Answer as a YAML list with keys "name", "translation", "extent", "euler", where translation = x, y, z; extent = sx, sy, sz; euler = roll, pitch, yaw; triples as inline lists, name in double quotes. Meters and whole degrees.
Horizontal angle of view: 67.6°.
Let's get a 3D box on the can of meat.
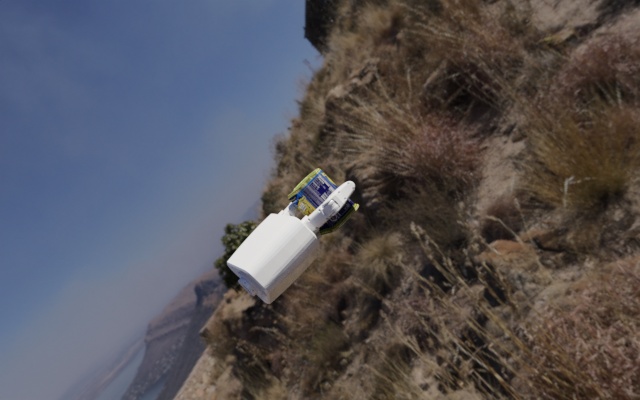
- name: "can of meat"
  translation: [0.000, 0.002, 0.735]
  extent: [0.057, 0.084, 0.102]
  euler: [-46, 5, -16]
